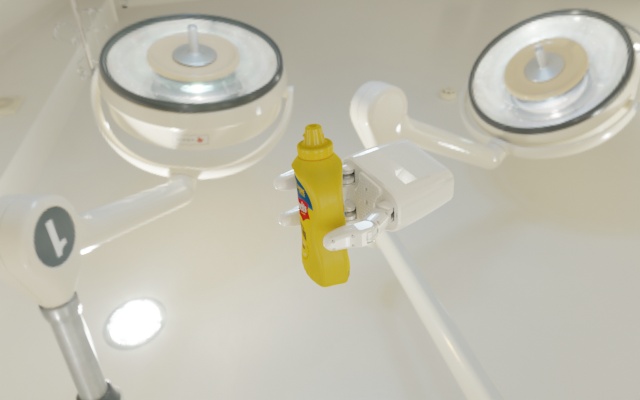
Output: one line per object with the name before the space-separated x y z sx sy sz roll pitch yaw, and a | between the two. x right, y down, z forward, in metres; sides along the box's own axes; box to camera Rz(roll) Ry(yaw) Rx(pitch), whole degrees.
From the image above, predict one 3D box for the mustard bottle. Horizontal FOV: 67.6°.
mustard bottle | 0.000 0.002 0.571 0.058 0.192 0.096 -10 29 -9
